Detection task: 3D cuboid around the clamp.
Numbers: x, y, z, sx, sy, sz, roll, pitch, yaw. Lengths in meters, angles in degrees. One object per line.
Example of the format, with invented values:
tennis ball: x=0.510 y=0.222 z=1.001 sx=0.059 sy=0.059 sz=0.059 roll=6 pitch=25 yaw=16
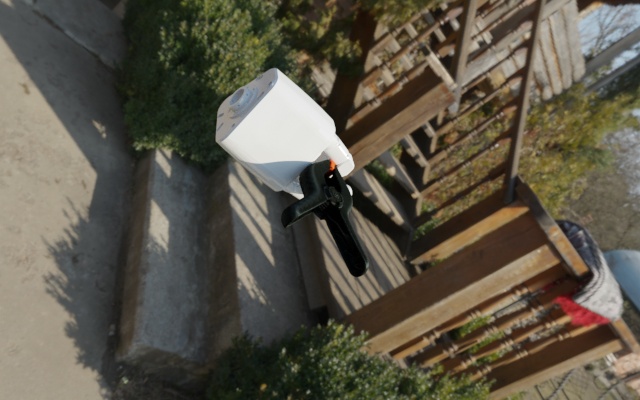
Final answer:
clamp: x=0.001 y=0.001 z=0.564 sx=0.039 sy=0.171 sz=0.120 roll=-36 pitch=-53 yaw=21
